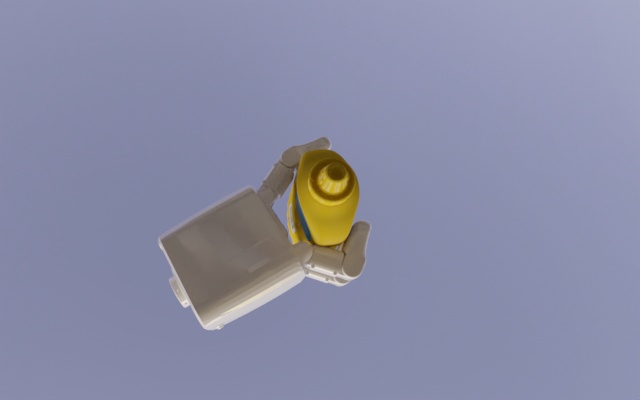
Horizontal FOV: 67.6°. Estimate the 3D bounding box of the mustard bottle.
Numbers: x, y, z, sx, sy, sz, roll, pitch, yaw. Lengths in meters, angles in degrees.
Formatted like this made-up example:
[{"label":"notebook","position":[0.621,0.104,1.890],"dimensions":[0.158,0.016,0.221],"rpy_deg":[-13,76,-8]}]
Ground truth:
[{"label":"mustard bottle","position":[0.000,0.002,0.483],"dimensions":[0.058,0.096,0.192],"rpy_deg":[-5,-14,-9]}]
